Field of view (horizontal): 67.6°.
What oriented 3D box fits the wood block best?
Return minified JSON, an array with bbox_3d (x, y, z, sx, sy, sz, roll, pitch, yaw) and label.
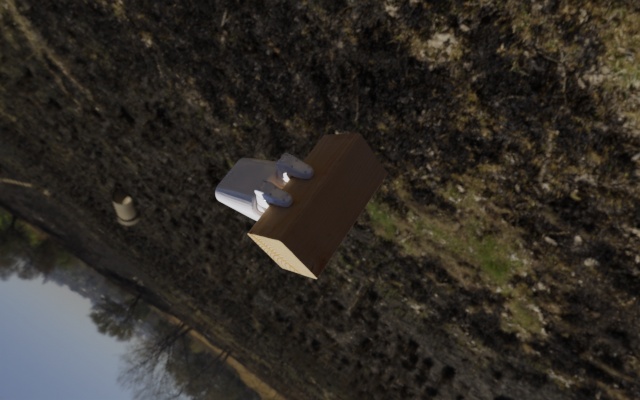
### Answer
[{"bbox_3d":[0.000,0.003,0.722,0.090,0.206,0.091,7,-36,50],"label":"wood block"}]
